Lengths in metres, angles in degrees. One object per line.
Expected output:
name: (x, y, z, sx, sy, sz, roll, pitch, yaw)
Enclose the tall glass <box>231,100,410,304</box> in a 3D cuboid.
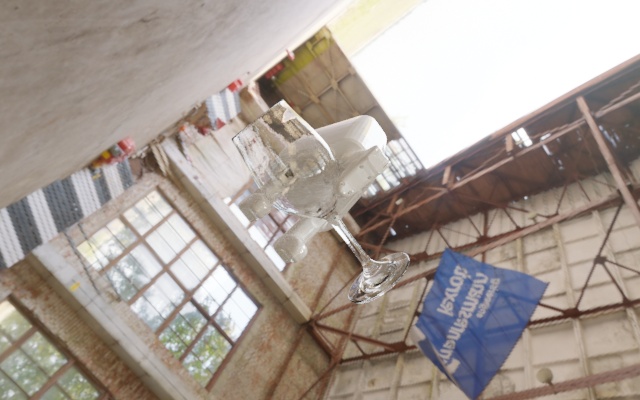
tall glass: (0.000, 0.002, 0.465, 0.079, 0.201, 0.079, -36, 12, 9)
